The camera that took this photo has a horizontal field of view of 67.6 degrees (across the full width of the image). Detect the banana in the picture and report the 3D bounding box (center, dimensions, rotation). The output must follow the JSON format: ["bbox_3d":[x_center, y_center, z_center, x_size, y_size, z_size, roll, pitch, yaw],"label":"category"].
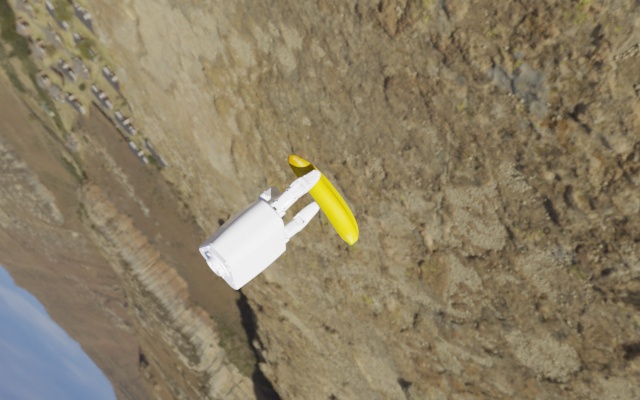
[{"bbox_3d":[0.011,0.004,0.801,0.037,0.198,0.069,-41,18,-25],"label":"banana"}]
